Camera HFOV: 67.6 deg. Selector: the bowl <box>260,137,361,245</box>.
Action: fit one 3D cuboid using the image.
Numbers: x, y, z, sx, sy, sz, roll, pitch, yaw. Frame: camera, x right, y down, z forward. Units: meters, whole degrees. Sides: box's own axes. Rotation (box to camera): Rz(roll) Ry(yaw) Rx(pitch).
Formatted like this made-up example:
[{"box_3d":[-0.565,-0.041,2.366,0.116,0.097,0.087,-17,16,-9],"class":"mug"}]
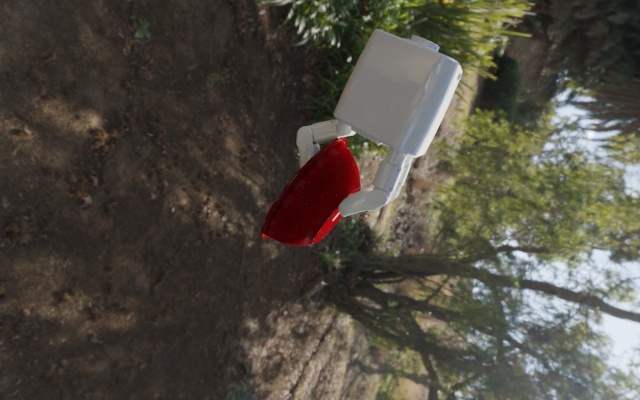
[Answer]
[{"box_3d":[0.000,0.003,0.588,0.055,0.162,0.162,40,8,10],"class":"bowl"}]
